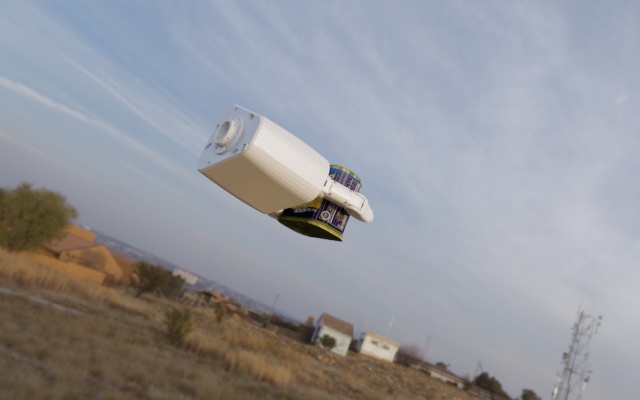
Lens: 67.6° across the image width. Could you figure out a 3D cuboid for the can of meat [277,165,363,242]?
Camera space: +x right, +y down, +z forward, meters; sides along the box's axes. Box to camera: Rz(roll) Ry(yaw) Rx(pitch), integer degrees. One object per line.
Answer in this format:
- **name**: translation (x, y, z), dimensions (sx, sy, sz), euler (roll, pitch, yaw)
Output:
- **can of meat**: translation (0.000, 0.002, 0.629), dimensions (0.057, 0.084, 0.102), euler (32, -17, -33)
